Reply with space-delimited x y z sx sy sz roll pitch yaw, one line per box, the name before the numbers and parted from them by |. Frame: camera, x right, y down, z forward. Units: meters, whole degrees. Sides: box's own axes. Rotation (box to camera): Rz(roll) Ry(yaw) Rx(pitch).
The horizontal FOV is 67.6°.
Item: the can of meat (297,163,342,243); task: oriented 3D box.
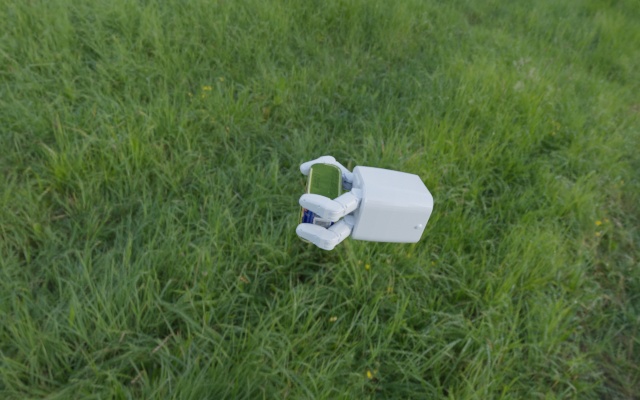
can of meat | 0.000 0.002 0.740 0.057 0.084 0.102 9 41 -4
